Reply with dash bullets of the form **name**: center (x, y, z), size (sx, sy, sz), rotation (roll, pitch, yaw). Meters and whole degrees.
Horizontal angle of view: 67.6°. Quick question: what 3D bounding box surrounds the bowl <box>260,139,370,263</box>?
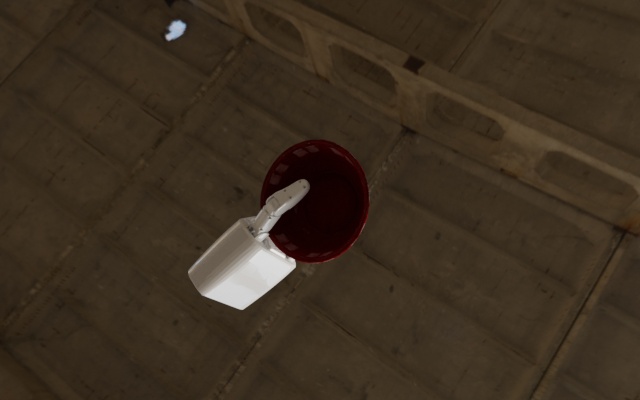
- **bowl**: center (0.001, 0.001, 0.641), size (0.162, 0.162, 0.055), rotation (0, -4, 28)
